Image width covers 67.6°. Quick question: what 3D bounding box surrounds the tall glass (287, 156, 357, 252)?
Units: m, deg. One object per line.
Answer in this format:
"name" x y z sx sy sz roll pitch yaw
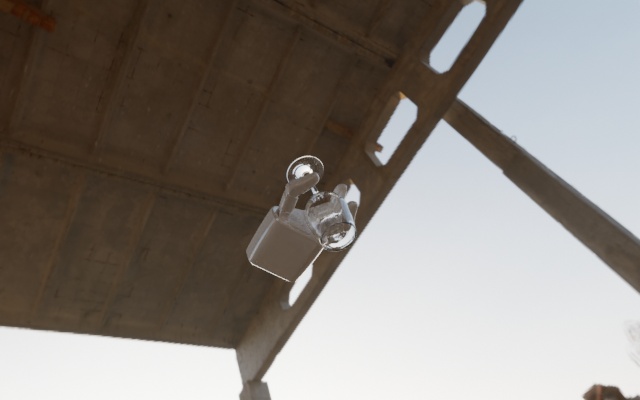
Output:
"tall glass" 0.000 0.002 0.846 0.079 0.079 0.201 0 35 -22
